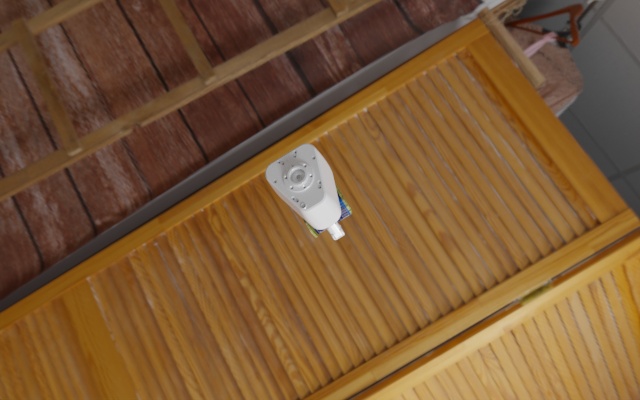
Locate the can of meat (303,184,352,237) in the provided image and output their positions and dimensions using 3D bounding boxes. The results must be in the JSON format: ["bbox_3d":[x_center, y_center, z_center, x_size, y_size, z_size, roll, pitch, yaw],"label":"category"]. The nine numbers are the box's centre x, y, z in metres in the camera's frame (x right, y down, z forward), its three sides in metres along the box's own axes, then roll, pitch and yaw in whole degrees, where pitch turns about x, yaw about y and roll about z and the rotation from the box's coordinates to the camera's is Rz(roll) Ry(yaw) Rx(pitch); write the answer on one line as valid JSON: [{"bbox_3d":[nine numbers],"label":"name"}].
[{"bbox_3d":[0.000,0.003,0.888,0.084,0.102,0.057,-32,-26,3],"label":"can of meat"}]
